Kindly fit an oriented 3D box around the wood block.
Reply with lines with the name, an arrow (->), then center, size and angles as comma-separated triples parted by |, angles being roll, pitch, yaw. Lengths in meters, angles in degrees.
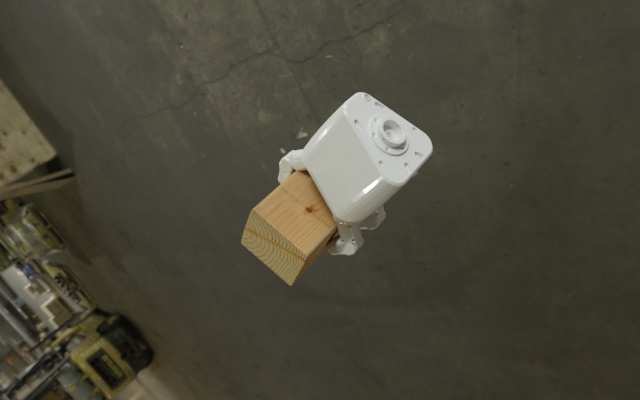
wood block -> 0.000, 0.002, 0.648 | 0.206, 0.091, 0.090 | -44, -11, -35
